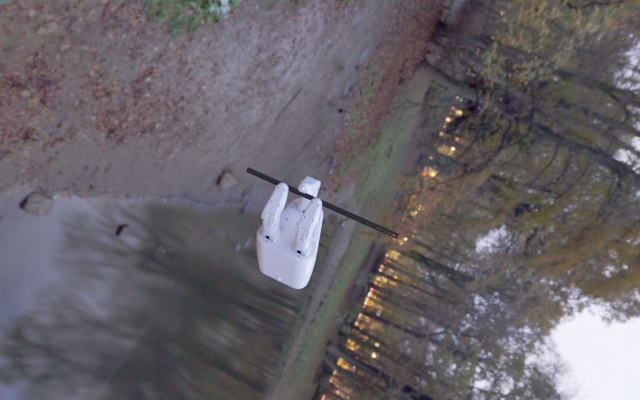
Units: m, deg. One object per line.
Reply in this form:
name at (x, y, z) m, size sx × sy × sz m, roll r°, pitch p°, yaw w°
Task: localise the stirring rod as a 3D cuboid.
stirring rod at (0.000, 0.002, 0.688) m, size 0.239 × 0.011 × 0.011 m, roll 24°, pitch 4°, yaw 10°
